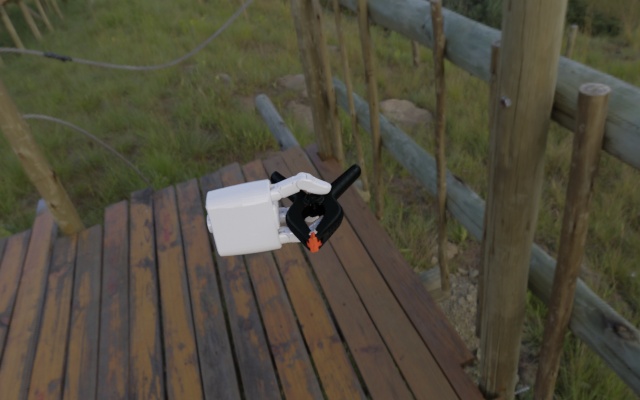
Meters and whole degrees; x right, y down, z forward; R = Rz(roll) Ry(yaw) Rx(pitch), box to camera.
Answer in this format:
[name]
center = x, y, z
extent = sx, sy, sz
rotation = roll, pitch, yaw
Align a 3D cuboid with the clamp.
[clamp]
center = 0.000, 0.002, 0.800
extent = 0.164, 0.036, 0.209
rotation = -10, 37, 0
